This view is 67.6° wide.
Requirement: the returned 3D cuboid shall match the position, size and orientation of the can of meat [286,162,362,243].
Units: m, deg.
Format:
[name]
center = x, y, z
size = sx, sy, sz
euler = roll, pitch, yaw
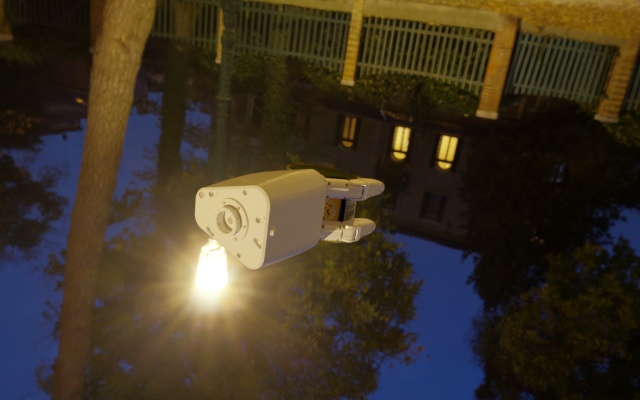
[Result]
[can of meat]
center = 0.000, 0.002, 0.639
size = 0.102, 0.084, 0.057
euler = 17, 19, 26
